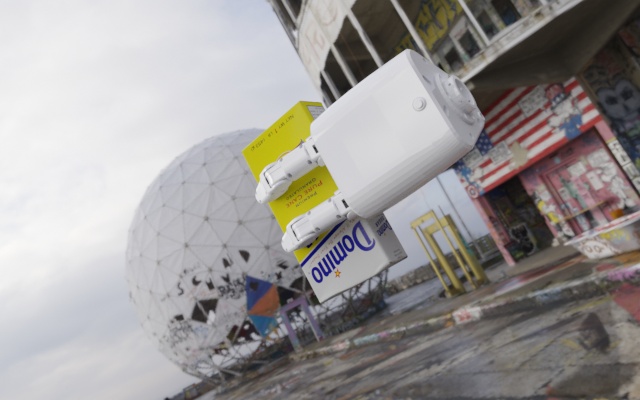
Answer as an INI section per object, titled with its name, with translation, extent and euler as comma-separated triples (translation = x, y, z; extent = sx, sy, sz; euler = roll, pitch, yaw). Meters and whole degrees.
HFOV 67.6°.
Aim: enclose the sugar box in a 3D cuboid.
[sugar box]
translation = 0.000, 0.001, 0.469
extent = 0.093, 0.176, 0.048
euler = -35, -14, 31
